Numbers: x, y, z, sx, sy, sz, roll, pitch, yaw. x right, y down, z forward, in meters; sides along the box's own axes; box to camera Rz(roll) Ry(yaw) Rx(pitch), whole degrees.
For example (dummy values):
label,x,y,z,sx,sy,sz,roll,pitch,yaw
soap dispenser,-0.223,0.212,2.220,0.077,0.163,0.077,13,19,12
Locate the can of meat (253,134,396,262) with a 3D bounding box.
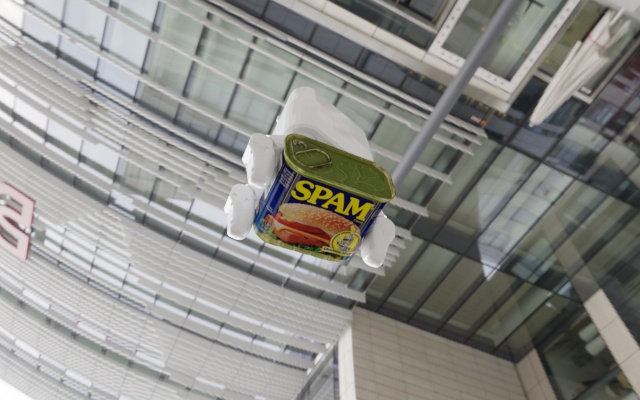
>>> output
label,x,y,z,sx,sy,sz,roll,pitch,yaw
can of meat,0.000,0.002,0.420,0.102,0.084,0.057,19,33,-17
